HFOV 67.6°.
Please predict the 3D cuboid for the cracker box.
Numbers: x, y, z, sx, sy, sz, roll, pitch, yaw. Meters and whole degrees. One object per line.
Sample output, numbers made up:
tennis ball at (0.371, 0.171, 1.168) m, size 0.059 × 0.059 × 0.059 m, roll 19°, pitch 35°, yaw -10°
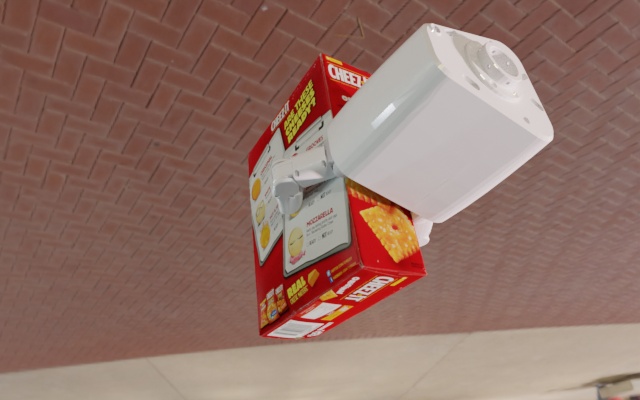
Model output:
cracker box at (0.000, 0.002, 0.448) m, size 0.072 × 0.213 × 0.164 m, roll 12°, pitch -37°, yaw -30°
